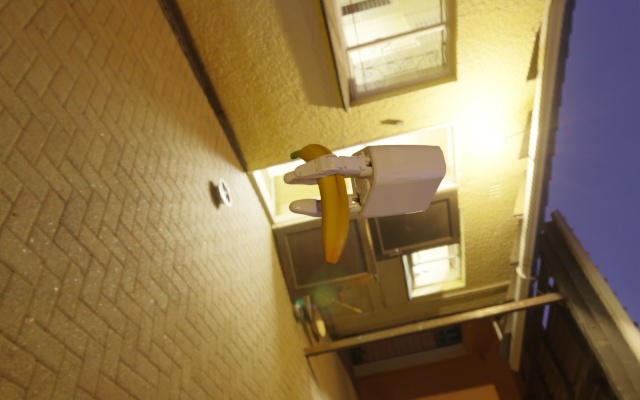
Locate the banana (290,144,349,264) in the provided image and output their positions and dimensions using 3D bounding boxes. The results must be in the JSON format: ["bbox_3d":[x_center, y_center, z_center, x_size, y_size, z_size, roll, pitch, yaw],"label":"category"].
[{"bbox_3d":[0.008,-0.012,0.643,0.037,0.197,0.070,7,-43,-30],"label":"banana"}]
